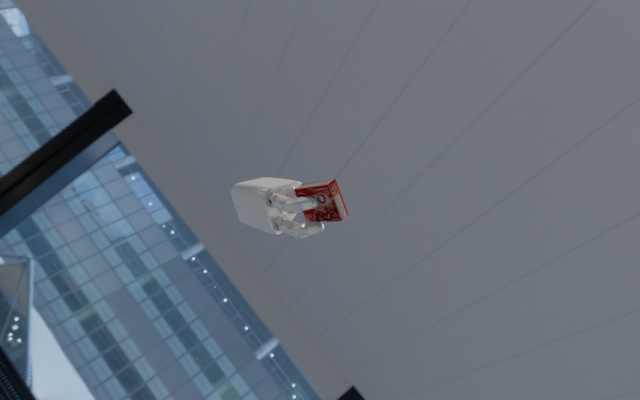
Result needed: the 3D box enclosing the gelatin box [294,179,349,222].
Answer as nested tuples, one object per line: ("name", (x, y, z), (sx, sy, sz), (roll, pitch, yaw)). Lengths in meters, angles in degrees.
("gelatin box", (0.001, 0.003, 0.887), (0.089, 0.073, 0.030), (-6, 22, 42))
